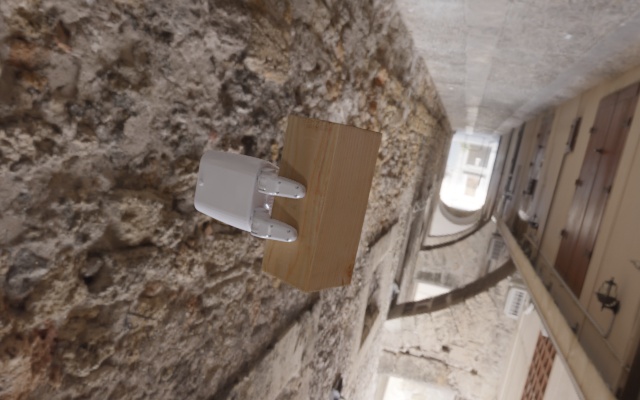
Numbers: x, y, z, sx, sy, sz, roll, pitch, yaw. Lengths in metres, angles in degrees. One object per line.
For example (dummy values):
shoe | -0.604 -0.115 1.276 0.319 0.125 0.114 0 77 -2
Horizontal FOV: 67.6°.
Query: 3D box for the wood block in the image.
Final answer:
wood block | 0.000 0.002 0.620 0.090 0.206 0.091 19 11 40
